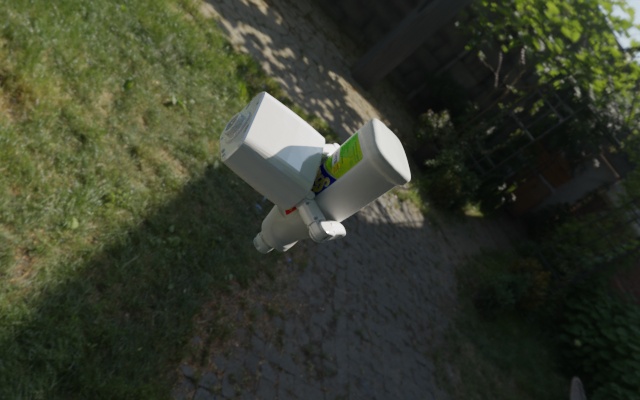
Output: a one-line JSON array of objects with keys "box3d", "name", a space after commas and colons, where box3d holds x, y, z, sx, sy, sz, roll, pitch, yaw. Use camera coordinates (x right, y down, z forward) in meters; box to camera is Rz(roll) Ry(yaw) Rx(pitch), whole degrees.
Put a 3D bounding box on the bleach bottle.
[{"box3d": [0.000, 0.002, 0.644, 0.068, 0.102, 0.251, 37, -60, -27], "name": "bleach bottle"}]
